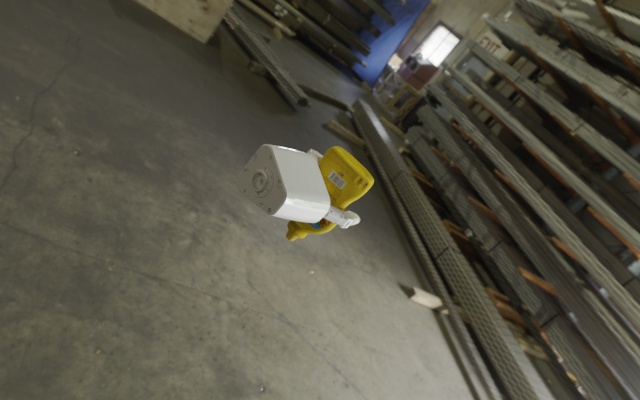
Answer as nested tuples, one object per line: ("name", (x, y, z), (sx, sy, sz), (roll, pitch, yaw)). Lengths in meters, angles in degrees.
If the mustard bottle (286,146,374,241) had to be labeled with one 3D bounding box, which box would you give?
("mustard bottle", (0.000, 0.003, 0.851), (0.096, 0.192, 0.058), (44, 22, 7))
